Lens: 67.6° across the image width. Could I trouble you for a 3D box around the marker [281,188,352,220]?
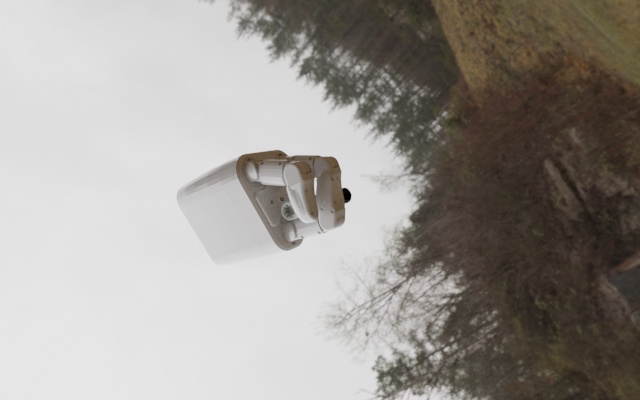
[{"bbox_3d":[0.000,0.002,0.522,0.020,0.020,0.121,0,8,32],"label":"marker"}]
